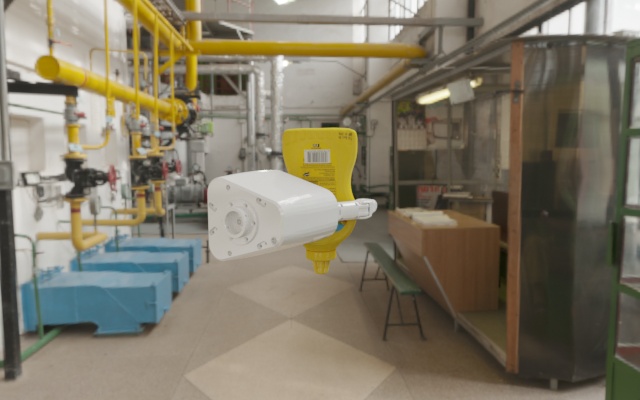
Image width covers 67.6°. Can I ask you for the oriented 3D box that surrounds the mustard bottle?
[{"bbox_3d":[0.000,0.002,0.629,0.096,0.191,0.058,0,6,8],"label":"mustard bottle"}]
